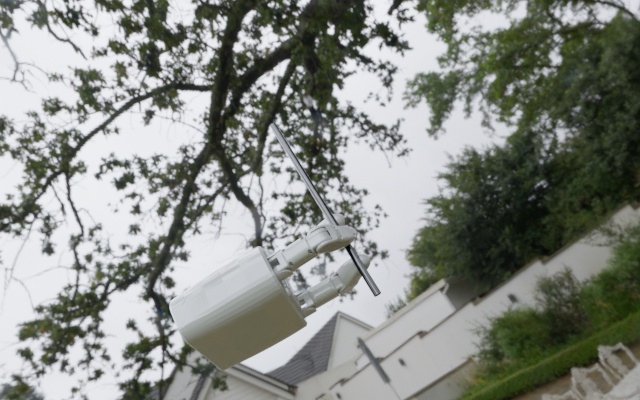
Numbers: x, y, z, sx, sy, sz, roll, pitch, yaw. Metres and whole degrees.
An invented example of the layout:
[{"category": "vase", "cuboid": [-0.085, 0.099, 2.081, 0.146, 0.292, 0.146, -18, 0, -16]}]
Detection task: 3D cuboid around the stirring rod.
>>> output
[{"category": "stirring rod", "cuboid": [0.000, 0.002, 0.530, 0.011, 0.239, 0.011, -26, -25, -13]}]
